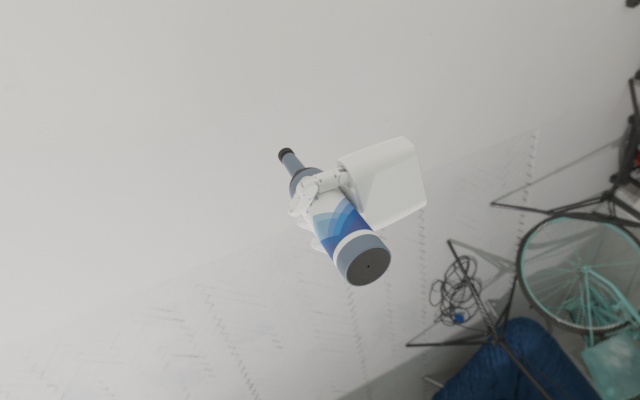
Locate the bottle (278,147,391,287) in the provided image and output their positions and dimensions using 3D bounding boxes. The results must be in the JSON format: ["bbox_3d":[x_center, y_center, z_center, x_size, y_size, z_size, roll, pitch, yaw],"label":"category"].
[{"bbox_3d":[0.000,0.002,0.700,0.069,0.069,0.295,0,33,-29],"label":"bottle"}]
